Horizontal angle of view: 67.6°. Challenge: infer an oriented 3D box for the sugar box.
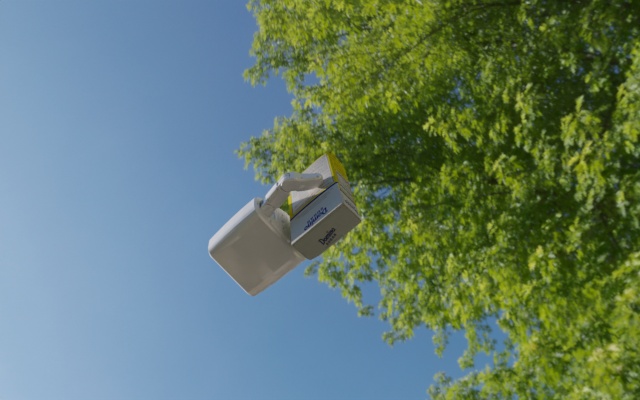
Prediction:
[{"bbox_3d":[0.000,0.003,0.695,0.048,0.093,0.176,43,17,-26],"label":"sugar box"}]
